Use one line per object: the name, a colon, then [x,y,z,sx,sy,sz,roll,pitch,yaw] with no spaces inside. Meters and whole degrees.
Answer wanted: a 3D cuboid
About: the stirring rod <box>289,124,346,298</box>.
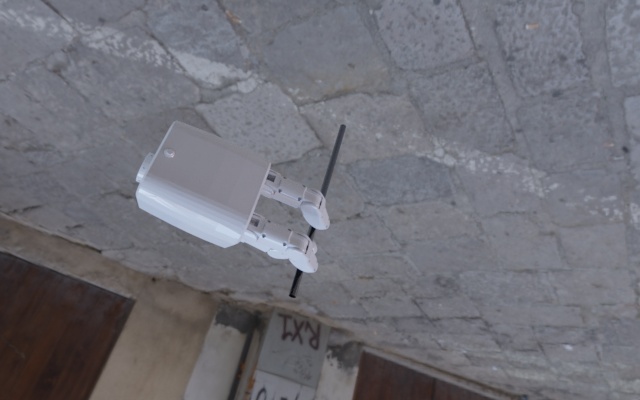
stirring rod: [0.000,0.002,0.562,0.011,0.239,0.011,12,-31,8]
